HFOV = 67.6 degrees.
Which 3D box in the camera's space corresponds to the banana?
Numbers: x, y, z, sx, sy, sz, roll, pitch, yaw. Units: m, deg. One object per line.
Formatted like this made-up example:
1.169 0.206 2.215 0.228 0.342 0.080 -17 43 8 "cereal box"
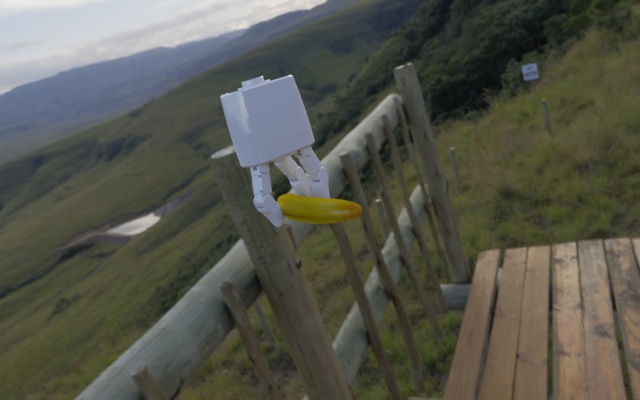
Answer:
-0.017 0.008 0.703 0.069 0.037 0.198 -21 15 -24 "banana"
